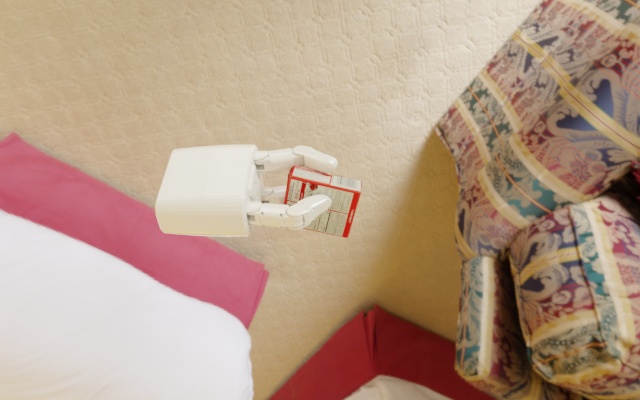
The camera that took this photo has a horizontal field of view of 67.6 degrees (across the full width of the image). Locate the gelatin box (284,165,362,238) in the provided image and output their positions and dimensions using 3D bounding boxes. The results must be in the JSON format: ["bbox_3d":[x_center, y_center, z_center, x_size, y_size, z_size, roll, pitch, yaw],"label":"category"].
[{"bbox_3d":[0.000,0.002,0.587,0.089,0.073,0.030,13,35,1],"label":"gelatin box"}]
